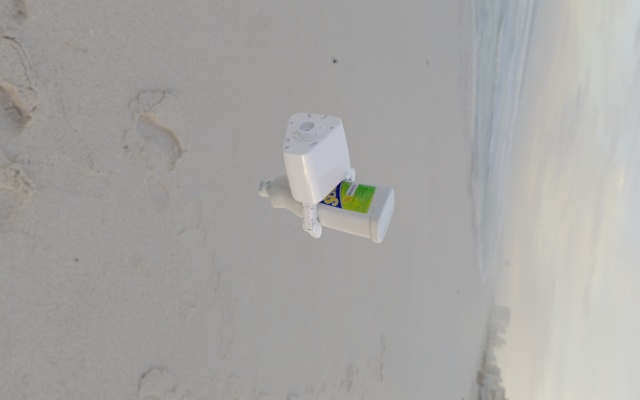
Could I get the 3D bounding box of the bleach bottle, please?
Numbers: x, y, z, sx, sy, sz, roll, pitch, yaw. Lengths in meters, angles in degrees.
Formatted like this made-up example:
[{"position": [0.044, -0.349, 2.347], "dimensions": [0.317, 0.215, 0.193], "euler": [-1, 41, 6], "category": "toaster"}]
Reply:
[{"position": [0.000, 0.003, 0.864], "dimensions": [0.251, 0.102, 0.068], "euler": [10, -40, 21], "category": "bleach bottle"}]
